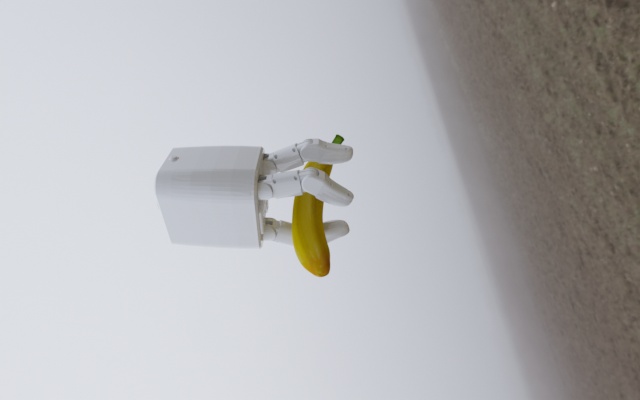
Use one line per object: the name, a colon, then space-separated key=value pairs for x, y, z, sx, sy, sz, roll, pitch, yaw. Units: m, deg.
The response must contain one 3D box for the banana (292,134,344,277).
banana: x=-0.008 y=0.009 z=0.542 sx=0.037 sy=0.197 sz=0.070 roll=20 pitch=-41 yaw=-17
